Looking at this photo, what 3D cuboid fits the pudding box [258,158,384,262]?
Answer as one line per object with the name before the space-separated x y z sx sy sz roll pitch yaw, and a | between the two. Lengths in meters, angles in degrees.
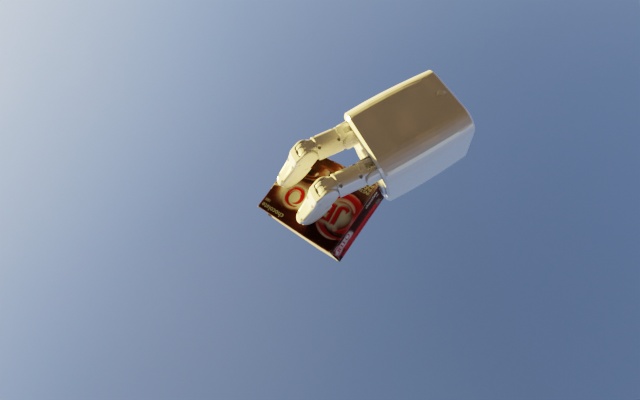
pudding box | 0.000 0.002 0.536 0.113 0.090 0.039 29 -12 31
